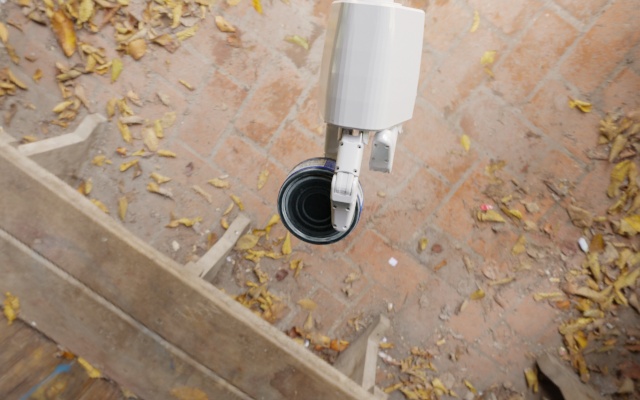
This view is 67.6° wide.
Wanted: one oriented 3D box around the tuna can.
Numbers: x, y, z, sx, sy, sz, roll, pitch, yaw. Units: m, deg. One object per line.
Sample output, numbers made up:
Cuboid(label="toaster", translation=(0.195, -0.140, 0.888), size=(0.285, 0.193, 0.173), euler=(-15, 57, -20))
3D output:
Cuboid(label="tuna can", translation=(0.000, 0.002, 0.484), size=(0.086, 0.086, 0.033), euler=(0, 23, 10))
